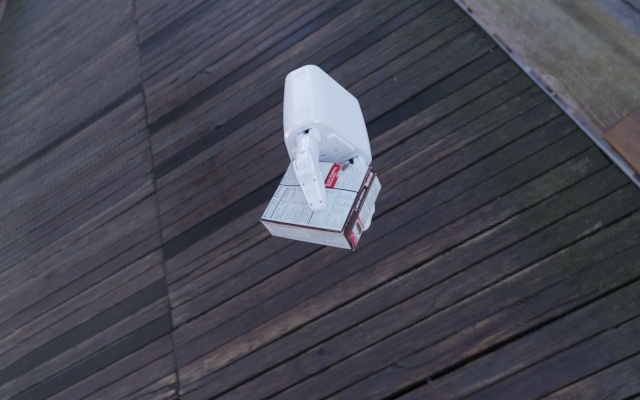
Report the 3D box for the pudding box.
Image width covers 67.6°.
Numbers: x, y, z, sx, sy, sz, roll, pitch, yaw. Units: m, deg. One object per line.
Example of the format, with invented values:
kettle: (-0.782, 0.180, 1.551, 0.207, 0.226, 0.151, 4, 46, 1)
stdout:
pudding box: (0.000, 0.002, 0.531, 0.113, 0.090, 0.039, 6, -31, 34)
